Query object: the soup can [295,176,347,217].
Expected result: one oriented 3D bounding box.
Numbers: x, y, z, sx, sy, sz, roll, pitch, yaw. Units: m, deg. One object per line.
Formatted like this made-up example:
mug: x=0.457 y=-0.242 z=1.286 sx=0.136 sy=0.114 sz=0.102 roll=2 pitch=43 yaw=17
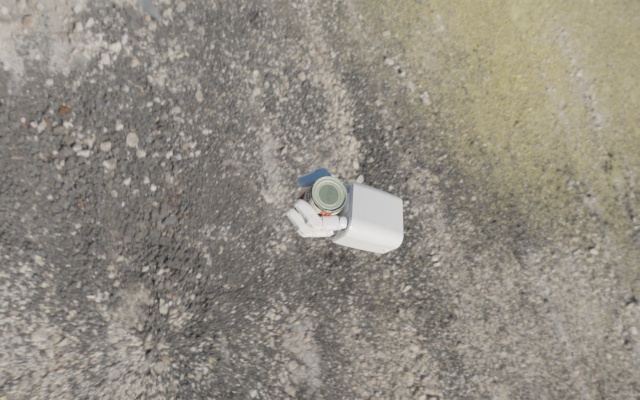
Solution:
soup can: x=0.000 y=0.002 z=0.857 sx=0.068 sy=0.068 sz=0.102 roll=0 pitch=-16 yaw=-19
